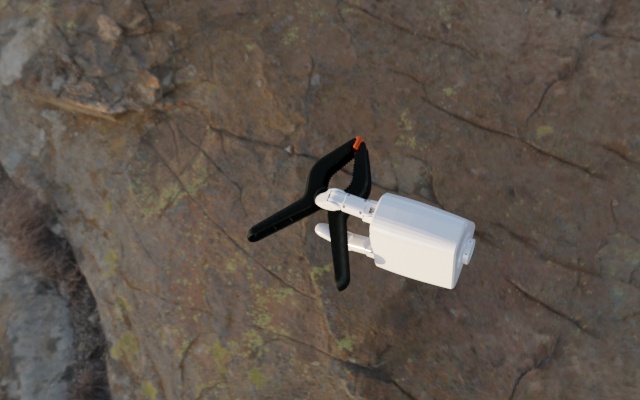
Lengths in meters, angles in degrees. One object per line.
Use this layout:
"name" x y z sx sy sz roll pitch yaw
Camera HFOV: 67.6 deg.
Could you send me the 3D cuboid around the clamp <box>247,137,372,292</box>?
"clamp" 0.000 0.001 0.667 0.164 0.210 0.036 18 -14 22
